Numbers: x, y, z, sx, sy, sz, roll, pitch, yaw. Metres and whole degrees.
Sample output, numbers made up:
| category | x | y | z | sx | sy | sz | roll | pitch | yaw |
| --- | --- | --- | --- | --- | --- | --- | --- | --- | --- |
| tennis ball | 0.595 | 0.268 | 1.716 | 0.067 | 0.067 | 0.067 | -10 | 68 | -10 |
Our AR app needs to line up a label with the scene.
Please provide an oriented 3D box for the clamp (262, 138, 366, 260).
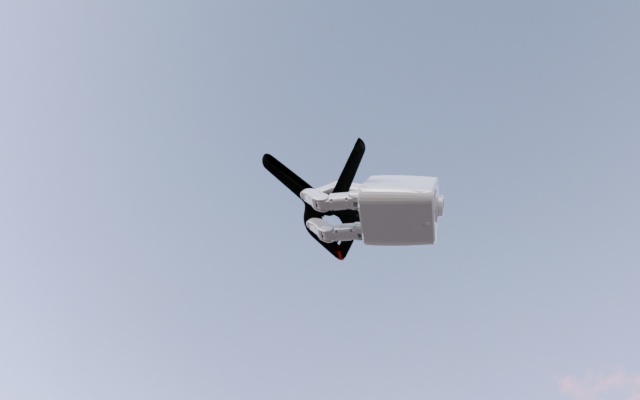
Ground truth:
| category | x | y | z | sx | sy | sz | roll | pitch | yaw |
| --- | --- | --- | --- | --- | --- | --- | --- | --- | --- |
| clamp | 0.001 | 0.003 | 0.762 | 0.164 | 0.210 | 0.036 | 0 | 30 | 17 |
